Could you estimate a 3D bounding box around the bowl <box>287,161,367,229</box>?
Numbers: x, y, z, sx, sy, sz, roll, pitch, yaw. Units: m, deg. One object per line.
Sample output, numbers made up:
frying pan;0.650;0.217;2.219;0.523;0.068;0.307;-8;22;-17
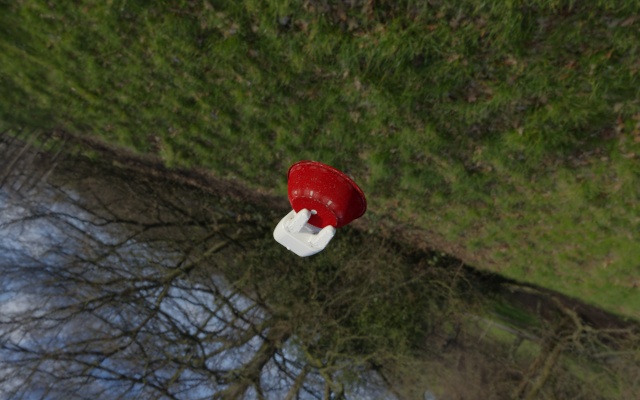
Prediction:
bowl;0.000;0.002;0.864;0.162;0.055;0.162;21;-32;14
